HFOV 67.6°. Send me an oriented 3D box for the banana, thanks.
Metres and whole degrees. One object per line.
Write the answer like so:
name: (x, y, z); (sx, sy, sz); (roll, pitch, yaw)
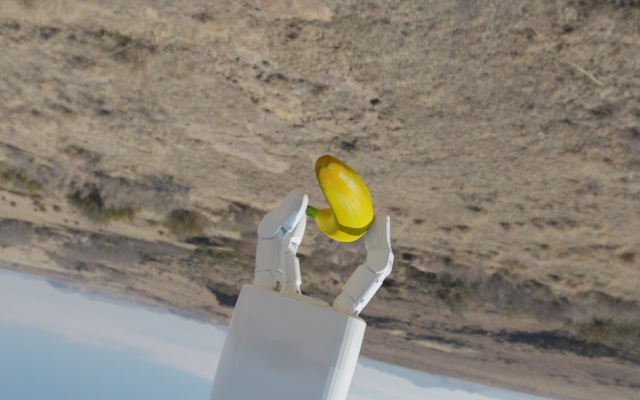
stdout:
banana: (0.017, 0.009, 0.453); (0.069, 0.037, 0.198); (21, -16, -1)
